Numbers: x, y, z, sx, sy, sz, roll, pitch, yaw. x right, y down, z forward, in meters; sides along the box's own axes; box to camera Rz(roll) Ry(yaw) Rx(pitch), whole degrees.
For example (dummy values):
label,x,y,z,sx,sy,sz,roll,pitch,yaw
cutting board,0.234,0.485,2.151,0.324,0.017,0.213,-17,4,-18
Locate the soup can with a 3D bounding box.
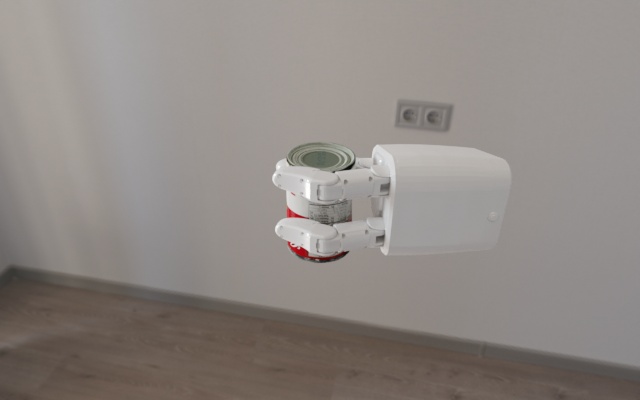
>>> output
label,x,y,z,sx,sy,sz,roll,pitch,yaw
soup can,0.000,0.001,0.474,0.068,0.102,0.068,1,31,0
